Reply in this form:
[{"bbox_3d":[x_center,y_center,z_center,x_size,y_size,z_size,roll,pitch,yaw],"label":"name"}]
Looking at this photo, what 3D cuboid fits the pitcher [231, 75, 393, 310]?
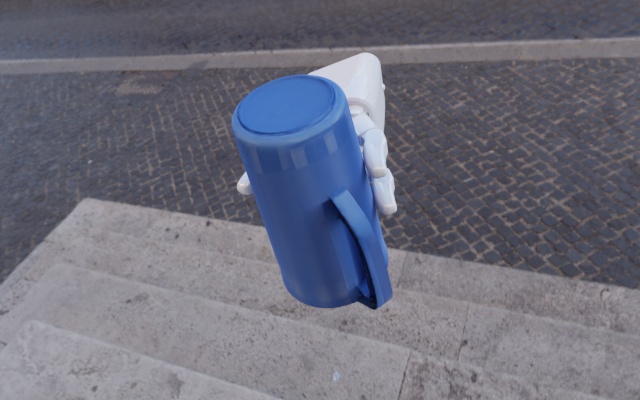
[{"bbox_3d":[0.000,0.002,0.502,0.149,0.145,0.243,1,-43,17],"label":"pitcher"}]
